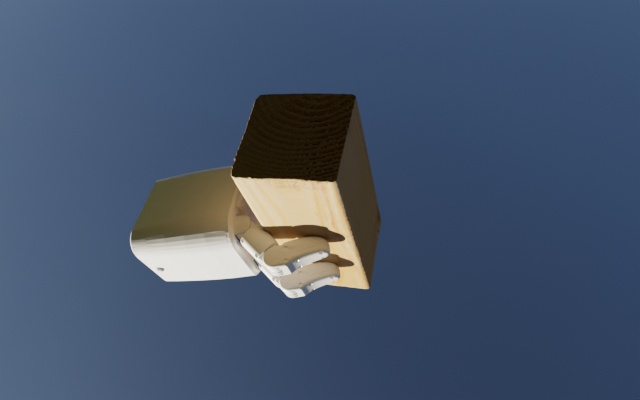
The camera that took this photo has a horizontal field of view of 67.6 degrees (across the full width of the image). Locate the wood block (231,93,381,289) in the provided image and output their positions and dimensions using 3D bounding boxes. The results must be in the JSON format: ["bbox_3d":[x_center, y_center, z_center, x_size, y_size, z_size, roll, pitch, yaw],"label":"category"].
[{"bbox_3d":[0.000,0.001,0.466,0.090,0.090,0.206,3,-31,16],"label":"wood block"}]
